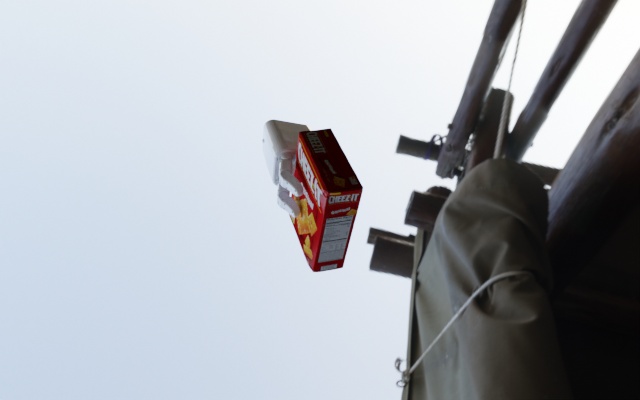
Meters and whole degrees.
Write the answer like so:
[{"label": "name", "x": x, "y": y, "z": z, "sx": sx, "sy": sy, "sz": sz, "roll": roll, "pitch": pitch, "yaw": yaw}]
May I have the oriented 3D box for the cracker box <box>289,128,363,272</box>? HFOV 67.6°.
[{"label": "cracker box", "x": 0.000, "y": 0.003, "z": 0.877, "sx": 0.072, "sy": 0.214, "sz": 0.164, "roll": -9, "pitch": 47, "yaw": -18}]
